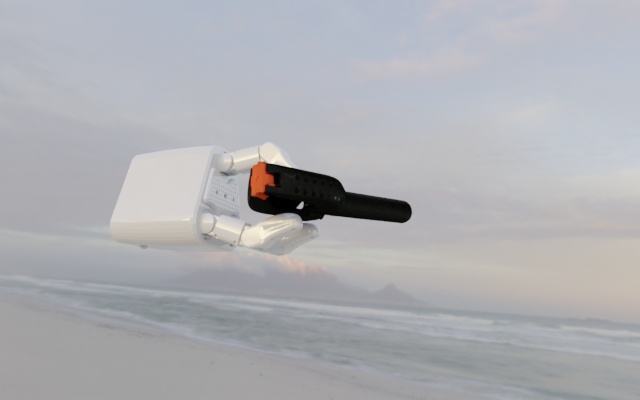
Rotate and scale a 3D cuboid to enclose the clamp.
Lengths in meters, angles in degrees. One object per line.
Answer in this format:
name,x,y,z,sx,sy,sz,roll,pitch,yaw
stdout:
clamp,0.000,0.001,0.482,0.164,0.036,0.210,-5,-14,17
